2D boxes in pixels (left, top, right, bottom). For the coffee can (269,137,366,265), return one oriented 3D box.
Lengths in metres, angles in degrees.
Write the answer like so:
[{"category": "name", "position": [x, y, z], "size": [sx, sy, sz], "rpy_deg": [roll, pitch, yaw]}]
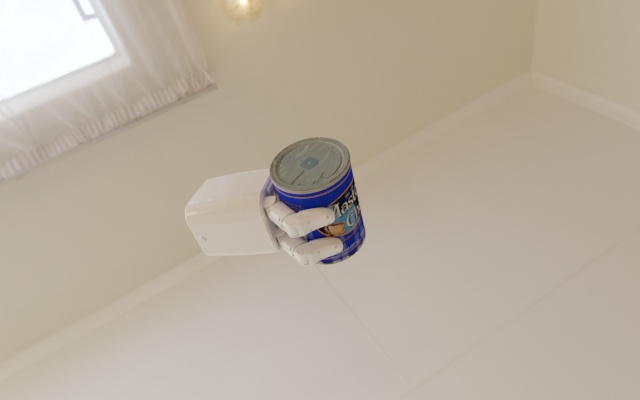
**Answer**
[{"category": "coffee can", "position": [0.000, 0.002, 0.637], "size": [0.103, 0.140, 0.102], "rpy_deg": [-9, 43, 8]}]
